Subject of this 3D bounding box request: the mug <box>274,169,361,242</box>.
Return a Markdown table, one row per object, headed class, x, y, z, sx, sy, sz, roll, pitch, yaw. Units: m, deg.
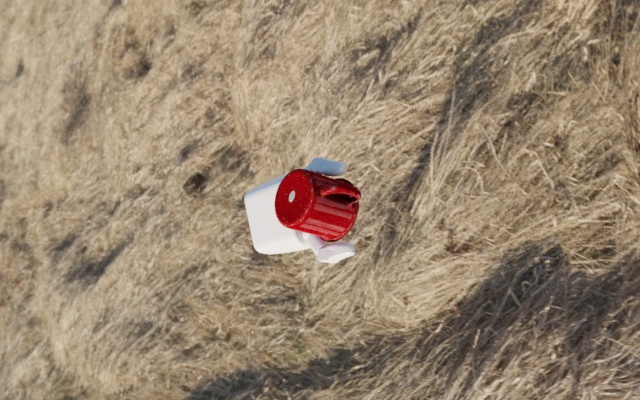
| class | x | y | z | sx | sy | sz | roll | pitch | yaw |
| --- | --- | --- | --- | --- | --- | --- | --- | --- | --- |
| mug | 0.001 | 0.002 | 0.640 | 0.081 | 0.093 | 0.117 | 17 | -24 | -42 |
